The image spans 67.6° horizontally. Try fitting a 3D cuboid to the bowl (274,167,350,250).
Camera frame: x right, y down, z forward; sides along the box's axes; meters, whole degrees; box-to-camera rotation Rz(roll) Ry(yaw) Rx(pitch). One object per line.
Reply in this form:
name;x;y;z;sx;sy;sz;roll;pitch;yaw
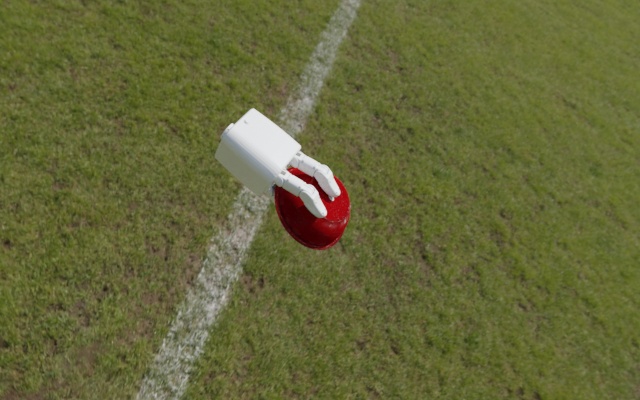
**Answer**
bowl;0.001;0.003;0.843;0.162;0.162;0.055;0;-20;-42
